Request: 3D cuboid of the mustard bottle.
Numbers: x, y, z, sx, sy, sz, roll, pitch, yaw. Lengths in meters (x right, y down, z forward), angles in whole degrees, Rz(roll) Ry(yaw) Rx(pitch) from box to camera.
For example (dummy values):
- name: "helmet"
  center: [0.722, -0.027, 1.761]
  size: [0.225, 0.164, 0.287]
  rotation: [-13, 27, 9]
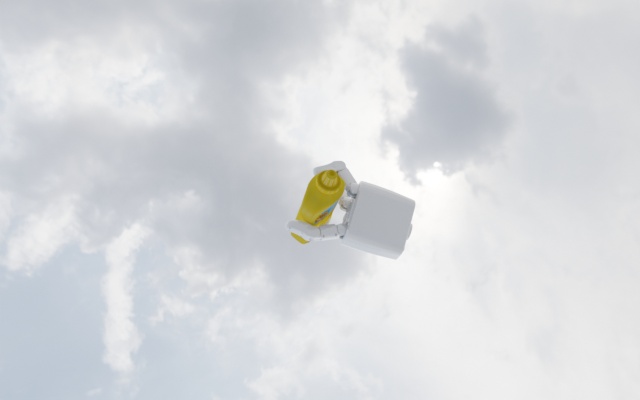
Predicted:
- name: "mustard bottle"
  center: [0.000, 0.003, 0.837]
  size: [0.096, 0.058, 0.192]
  rotation: [-45, -11, -28]
